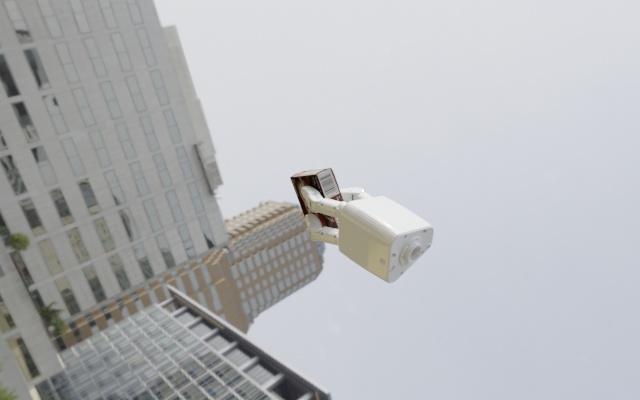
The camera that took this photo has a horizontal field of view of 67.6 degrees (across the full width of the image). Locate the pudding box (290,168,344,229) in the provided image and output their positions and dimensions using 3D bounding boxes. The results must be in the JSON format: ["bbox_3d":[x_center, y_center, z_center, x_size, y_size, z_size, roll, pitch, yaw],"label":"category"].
[{"bbox_3d":[0.000,0.003,0.828,0.039,0.113,0.090,-25,12,-32],"label":"pudding box"}]
